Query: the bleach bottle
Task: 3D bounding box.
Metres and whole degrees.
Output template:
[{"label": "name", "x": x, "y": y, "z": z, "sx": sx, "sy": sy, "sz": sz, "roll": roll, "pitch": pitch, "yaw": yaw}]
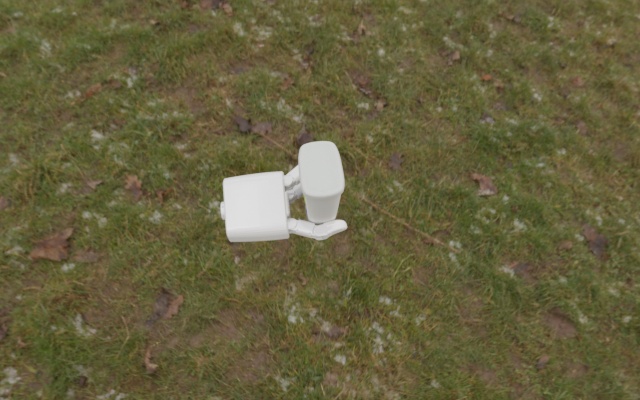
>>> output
[{"label": "bleach bottle", "x": 0.000, "y": 0.003, "z": 0.839, "sx": 0.068, "sy": 0.102, "sz": 0.251, "roll": -6, "pitch": -26, "yaw": -3}]
